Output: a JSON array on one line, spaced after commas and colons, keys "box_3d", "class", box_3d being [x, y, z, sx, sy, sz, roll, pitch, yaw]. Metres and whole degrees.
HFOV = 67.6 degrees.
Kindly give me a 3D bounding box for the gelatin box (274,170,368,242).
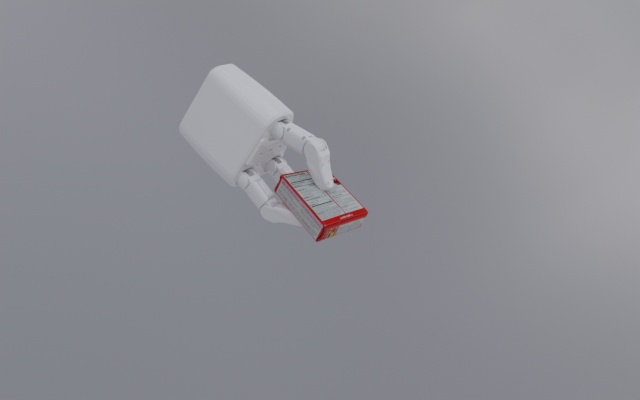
[{"box_3d": [0.000, 0.002, 0.562, 0.073, 0.030, 0.089, -15, 53, -43], "class": "gelatin box"}]
